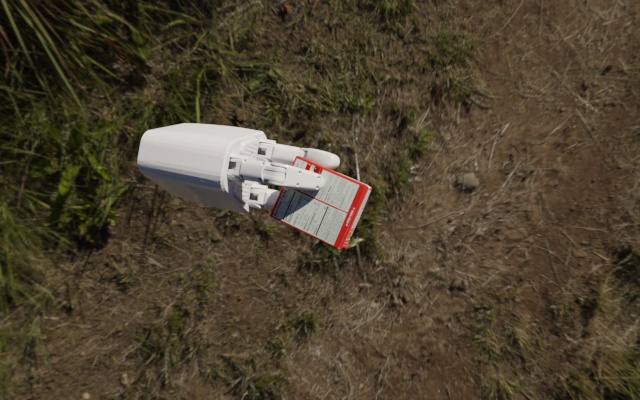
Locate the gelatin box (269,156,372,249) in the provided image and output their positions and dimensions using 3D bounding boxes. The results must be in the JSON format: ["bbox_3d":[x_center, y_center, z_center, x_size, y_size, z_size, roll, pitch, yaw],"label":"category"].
[{"bbox_3d":[0.000,0.002,0.513,0.089,0.073,0.030,24,3,18],"label":"gelatin box"}]
